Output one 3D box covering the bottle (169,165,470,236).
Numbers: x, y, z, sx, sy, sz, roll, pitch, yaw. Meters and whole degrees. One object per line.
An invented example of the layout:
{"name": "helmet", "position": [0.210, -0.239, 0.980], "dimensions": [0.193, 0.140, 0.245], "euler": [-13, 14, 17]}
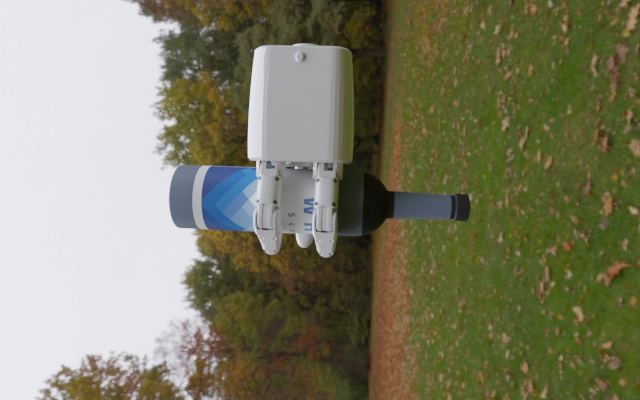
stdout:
{"name": "bottle", "position": [0.000, 0.002, 0.489], "dimensions": [0.296, 0.069, 0.069], "euler": [2, 0, 5]}
